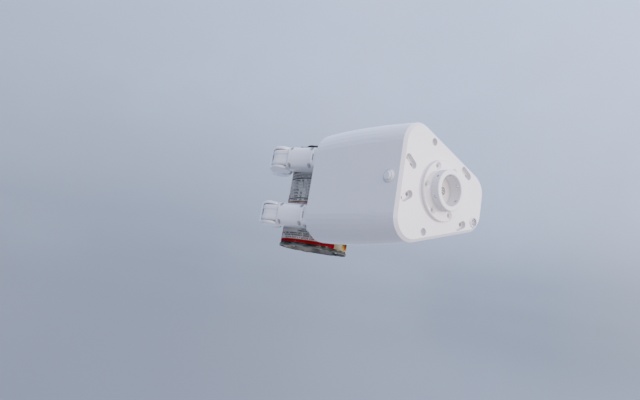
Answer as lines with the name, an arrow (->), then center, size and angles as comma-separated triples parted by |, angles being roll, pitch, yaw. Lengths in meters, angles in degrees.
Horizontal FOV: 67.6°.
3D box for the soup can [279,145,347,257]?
soup can -> 0.000, 0.001, 0.490 | 0.068, 0.102, 0.068 | 9, -9, 2
